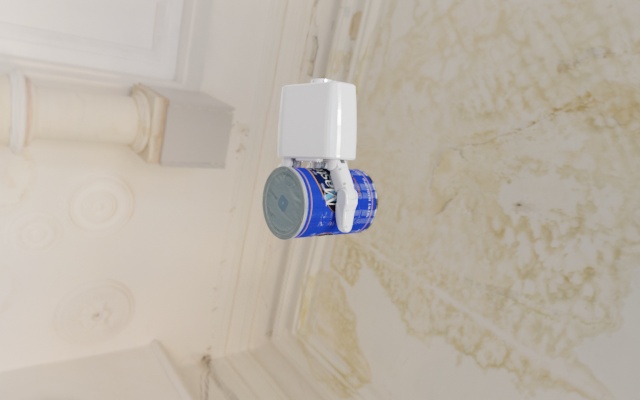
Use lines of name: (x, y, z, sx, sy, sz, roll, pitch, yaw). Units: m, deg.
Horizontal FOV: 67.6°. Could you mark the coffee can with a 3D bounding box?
coffee can: (0.000, 0.003, 0.708, 0.140, 0.103, 0.103, -1, 1, -40)
